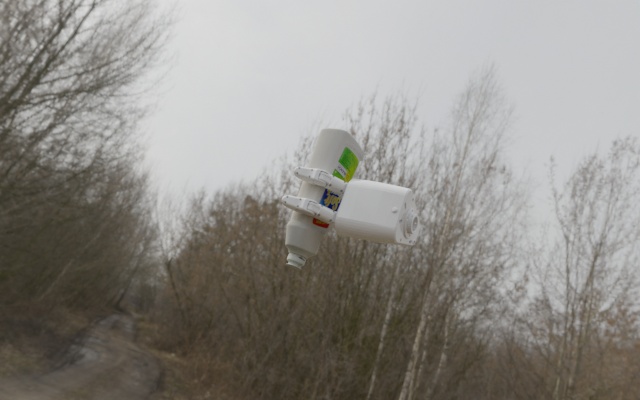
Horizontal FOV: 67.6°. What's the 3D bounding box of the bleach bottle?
[{"bbox_3d":[0.000,0.003,0.839,0.068,0.250,0.103,9,-20,31],"label":"bleach bottle"}]
